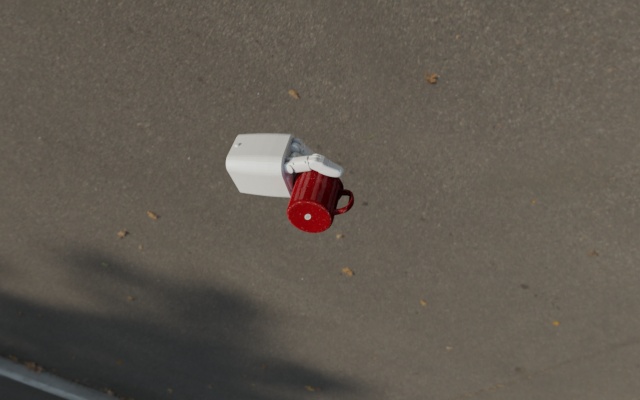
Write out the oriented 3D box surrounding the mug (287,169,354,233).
[{"bbox_3d":[0.002,0.003,0.830,0.117,0.093,0.081,2,45,13],"label":"mug"}]
